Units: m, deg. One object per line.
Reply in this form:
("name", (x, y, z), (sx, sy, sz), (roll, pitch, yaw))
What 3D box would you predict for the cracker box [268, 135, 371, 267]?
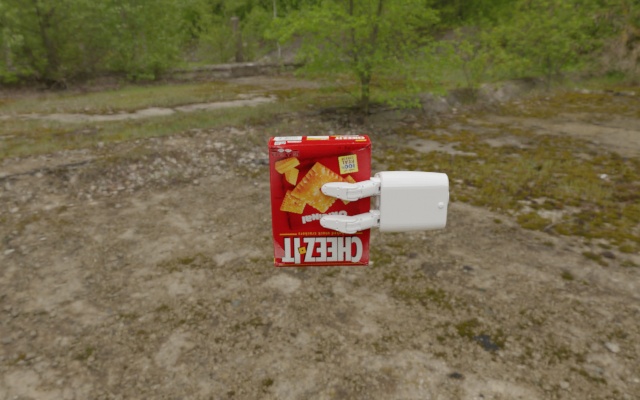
("cracker box", (0.000, 0.002, 0.796), (0.164, 0.214, 0.072), (-1, 18, 0))
